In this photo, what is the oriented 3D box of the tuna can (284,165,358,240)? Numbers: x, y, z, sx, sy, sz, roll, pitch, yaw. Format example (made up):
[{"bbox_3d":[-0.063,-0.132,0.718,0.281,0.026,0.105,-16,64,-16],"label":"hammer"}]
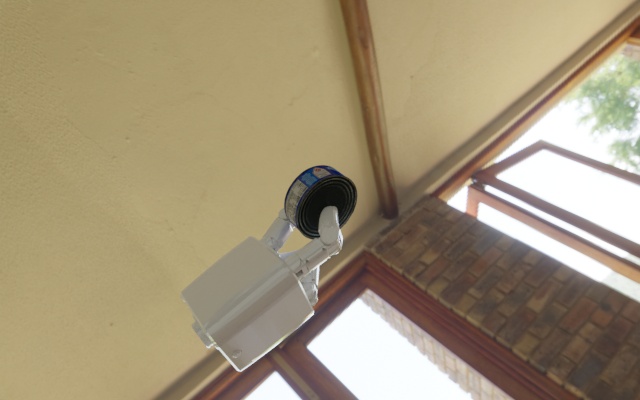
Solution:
[{"bbox_3d":[0.000,0.002,0.569,0.086,0.086,0.033,0,28,-39],"label":"tuna can"}]
